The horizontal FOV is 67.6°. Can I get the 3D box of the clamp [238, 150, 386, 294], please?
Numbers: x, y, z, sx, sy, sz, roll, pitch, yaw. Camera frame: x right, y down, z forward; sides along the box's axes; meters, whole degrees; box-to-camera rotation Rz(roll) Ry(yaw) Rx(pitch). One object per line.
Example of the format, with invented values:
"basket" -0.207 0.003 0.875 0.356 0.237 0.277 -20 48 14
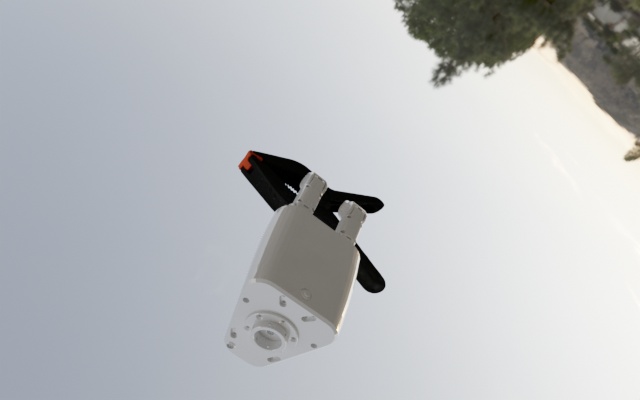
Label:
"clamp" -0.001 0.002 0.578 0.210 0.036 0.164 36 32 -10
